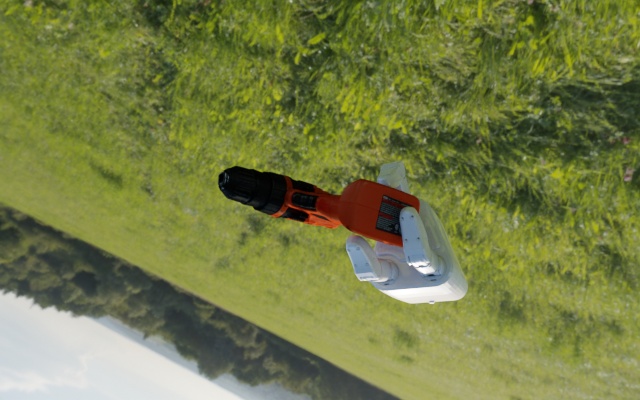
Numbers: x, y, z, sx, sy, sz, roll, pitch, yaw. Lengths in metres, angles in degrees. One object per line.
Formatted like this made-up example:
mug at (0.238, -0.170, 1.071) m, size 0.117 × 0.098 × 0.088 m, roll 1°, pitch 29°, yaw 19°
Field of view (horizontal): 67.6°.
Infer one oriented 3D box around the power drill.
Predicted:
power drill at (0.001, 0.002, 0.536) m, size 0.184 × 0.057 × 0.187 m, roll 15°, pitch -3°, yaw -39°
